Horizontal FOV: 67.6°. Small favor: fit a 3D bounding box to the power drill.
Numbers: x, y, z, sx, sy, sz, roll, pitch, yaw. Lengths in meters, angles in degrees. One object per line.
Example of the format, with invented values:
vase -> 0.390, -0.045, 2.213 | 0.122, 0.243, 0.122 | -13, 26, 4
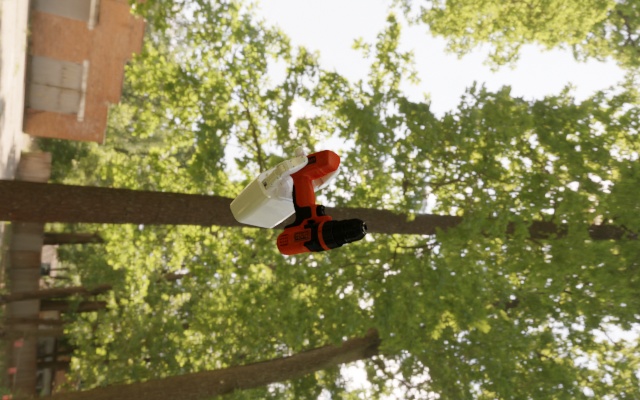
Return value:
power drill -> 0.000, 0.003, 0.884 | 0.184, 0.187, 0.057 | -13, -27, 29
